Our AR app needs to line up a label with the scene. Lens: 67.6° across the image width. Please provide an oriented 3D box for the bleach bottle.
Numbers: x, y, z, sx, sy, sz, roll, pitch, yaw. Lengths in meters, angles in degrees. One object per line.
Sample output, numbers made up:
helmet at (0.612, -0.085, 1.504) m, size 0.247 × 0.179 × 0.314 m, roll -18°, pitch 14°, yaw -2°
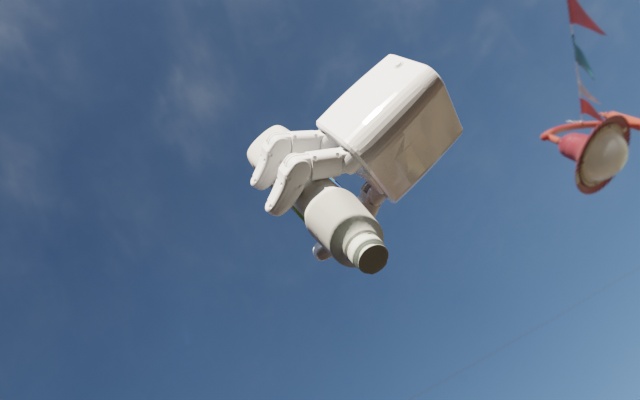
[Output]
bleach bottle at (0.000, 0.002, 0.496) m, size 0.103 × 0.068 × 0.250 m, roll 46°, pitch 0°, yaw -34°
